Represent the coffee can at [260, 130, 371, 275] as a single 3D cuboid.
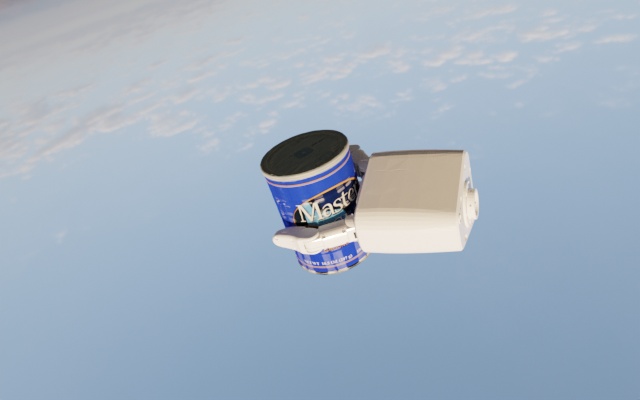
[{"bbox_3d":[0.000,0.002,0.567,0.103,0.140,0.102,-14,31,9],"label":"coffee can"}]
